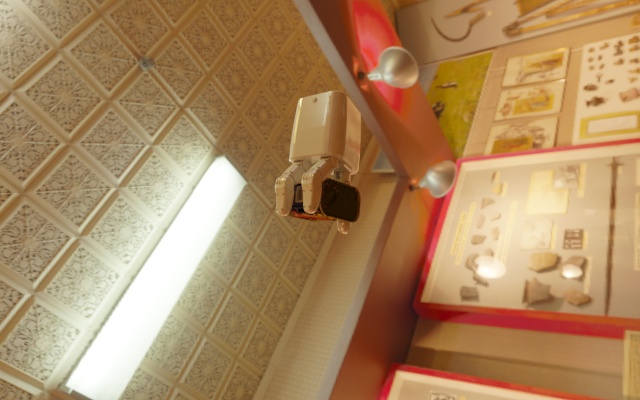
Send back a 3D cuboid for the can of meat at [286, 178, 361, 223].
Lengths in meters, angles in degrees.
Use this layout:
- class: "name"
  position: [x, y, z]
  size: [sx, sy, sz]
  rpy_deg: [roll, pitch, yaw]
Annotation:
- class: "can of meat"
  position: [0.000, 0.003, 0.755]
  size: [0.084, 0.057, 0.102]
  rpy_deg: [-3, -12, 38]
